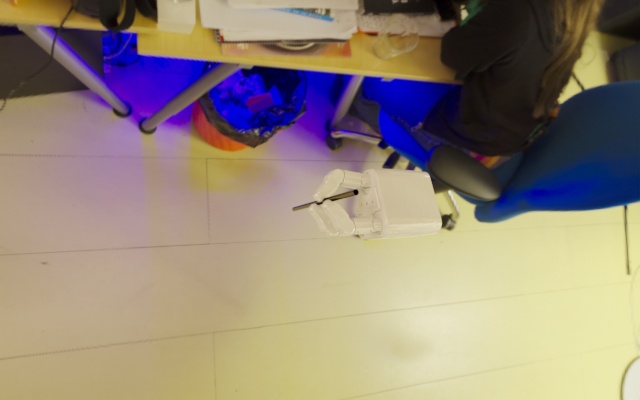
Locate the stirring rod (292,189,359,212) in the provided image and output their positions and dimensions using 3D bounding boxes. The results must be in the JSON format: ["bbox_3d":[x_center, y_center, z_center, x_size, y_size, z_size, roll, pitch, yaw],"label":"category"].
[{"bbox_3d":[0.000,0.002,0.733,0.011,0.011,0.239,0,-6,-23],"label":"stirring rod"}]
